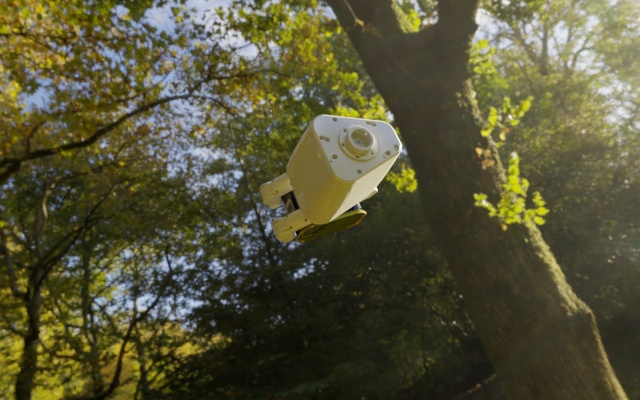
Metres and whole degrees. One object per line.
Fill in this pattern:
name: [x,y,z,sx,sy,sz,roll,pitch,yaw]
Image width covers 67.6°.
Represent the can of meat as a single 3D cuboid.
can of meat: [0.000,0.002,0.673,0.102,0.084,0.057,-16,-20,-21]
